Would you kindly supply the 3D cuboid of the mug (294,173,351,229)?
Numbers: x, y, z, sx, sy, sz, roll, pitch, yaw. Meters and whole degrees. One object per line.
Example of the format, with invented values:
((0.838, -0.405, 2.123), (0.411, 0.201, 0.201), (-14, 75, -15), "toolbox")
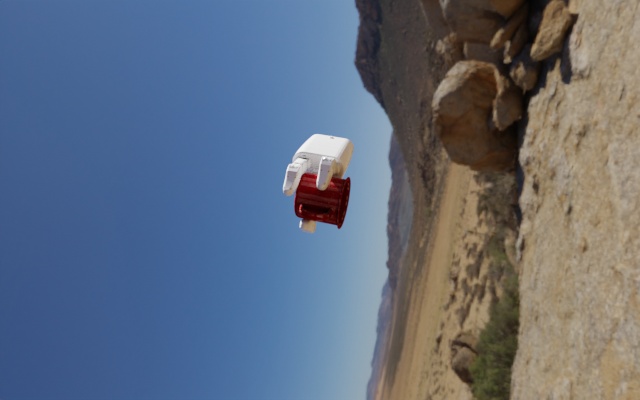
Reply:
((0.000, 0.003, 0.825), (0.081, 0.093, 0.117), (11, 31, 11), "mug")
